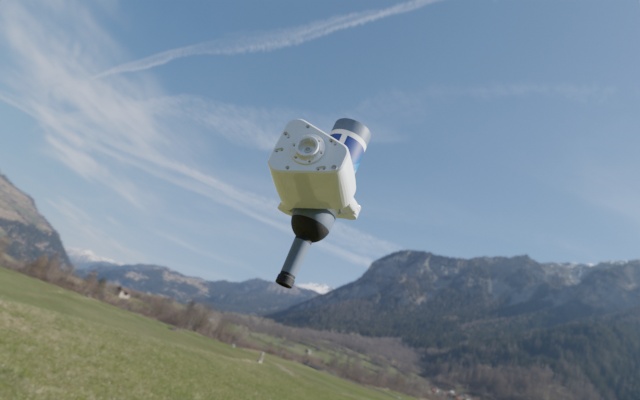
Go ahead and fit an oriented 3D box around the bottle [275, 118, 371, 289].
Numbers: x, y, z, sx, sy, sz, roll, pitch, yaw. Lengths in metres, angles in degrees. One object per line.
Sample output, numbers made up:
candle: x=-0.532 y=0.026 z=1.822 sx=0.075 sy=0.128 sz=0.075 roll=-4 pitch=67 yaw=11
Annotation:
bottle: x=0.000 y=0.002 z=0.771 sx=0.069 sy=0.295 sz=0.069 roll=21 pitch=-22 yaw=9
